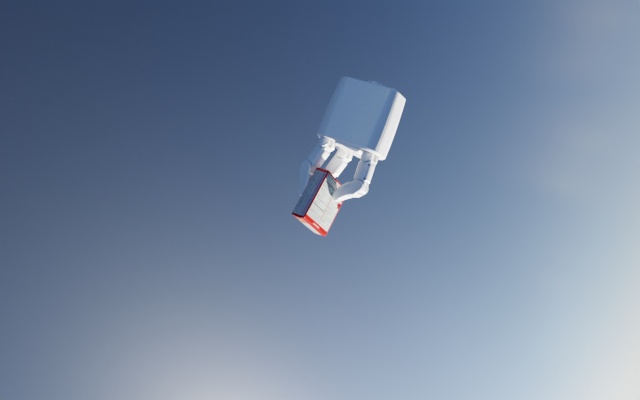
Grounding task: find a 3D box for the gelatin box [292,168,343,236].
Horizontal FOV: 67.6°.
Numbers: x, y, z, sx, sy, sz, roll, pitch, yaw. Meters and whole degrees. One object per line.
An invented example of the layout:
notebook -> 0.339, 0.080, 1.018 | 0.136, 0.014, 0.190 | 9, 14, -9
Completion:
gelatin box -> 0.000, 0.003, 0.777 | 0.030, 0.089, 0.073 | 16, -17, 37
